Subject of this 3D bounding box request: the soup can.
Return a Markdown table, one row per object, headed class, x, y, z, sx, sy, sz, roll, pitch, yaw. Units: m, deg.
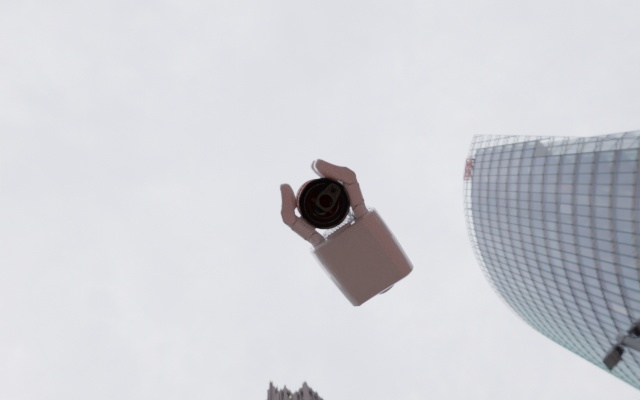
| class | x | y | z | sx | sy | sz | roll | pitch | yaw |
| --- | --- | --- | --- | --- | --- | --- | --- | --- | --- |
| soup can | 0.000 | 0.002 | 0.665 | 0.068 | 0.068 | 0.102 | 0 | 2 | -6 |
